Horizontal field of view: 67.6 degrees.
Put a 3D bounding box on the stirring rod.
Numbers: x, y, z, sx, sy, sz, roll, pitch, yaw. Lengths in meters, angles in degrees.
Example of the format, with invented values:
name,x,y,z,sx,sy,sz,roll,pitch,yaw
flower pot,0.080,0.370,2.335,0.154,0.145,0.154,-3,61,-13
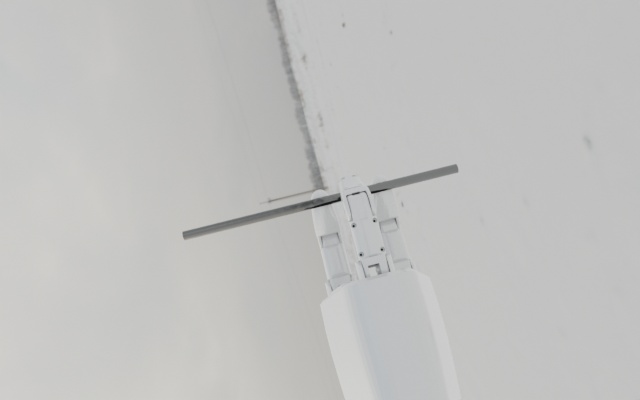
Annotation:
name,x,y,z,sx,sy,sz,roll,pitch,yaw
stirring rod,0.000,0.001,0.409,0.239,0.011,0.011,-14,0,0
